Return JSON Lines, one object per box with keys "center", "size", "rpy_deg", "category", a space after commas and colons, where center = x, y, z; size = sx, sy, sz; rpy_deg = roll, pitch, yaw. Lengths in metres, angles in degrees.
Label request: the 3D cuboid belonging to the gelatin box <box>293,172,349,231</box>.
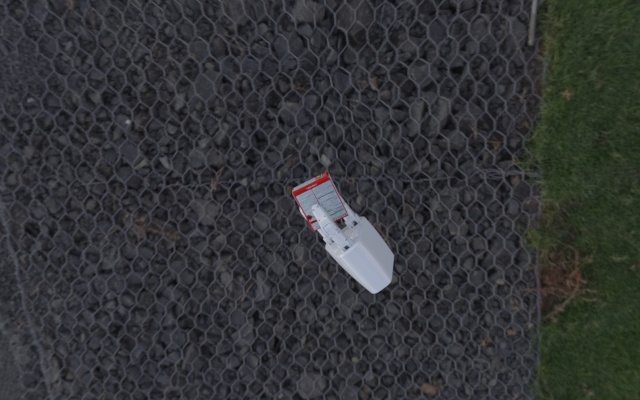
{"center": [0.000, 0.003, 0.874], "size": [0.073, 0.089, 0.030], "rpy_deg": [-26, 22, 6], "category": "gelatin box"}
